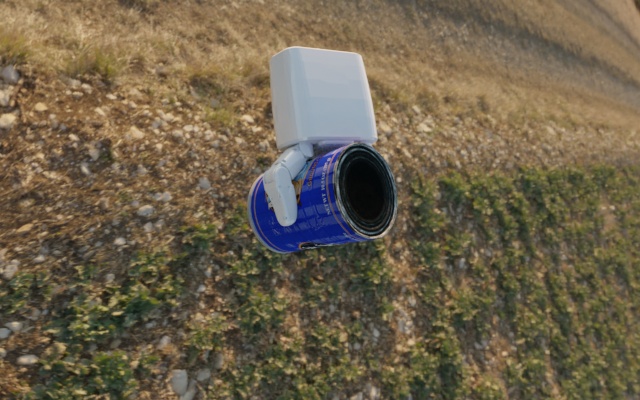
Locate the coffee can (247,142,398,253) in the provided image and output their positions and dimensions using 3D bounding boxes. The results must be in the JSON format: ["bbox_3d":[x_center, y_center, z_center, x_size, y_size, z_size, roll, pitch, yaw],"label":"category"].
[{"bbox_3d":[0.000,0.002,0.539,0.140,0.103,0.103,-14,-10,43],"label":"coffee can"}]
